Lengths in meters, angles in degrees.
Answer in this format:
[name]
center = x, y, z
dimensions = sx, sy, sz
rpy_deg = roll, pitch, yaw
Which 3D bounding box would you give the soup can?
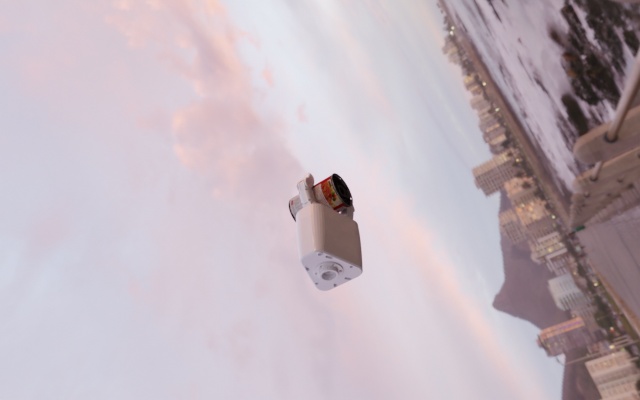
[soup can]
center = 0.000, 0.003, 0.887
dimensions = 0.102, 0.068, 0.068
rpy_deg = -30, -12, 22
